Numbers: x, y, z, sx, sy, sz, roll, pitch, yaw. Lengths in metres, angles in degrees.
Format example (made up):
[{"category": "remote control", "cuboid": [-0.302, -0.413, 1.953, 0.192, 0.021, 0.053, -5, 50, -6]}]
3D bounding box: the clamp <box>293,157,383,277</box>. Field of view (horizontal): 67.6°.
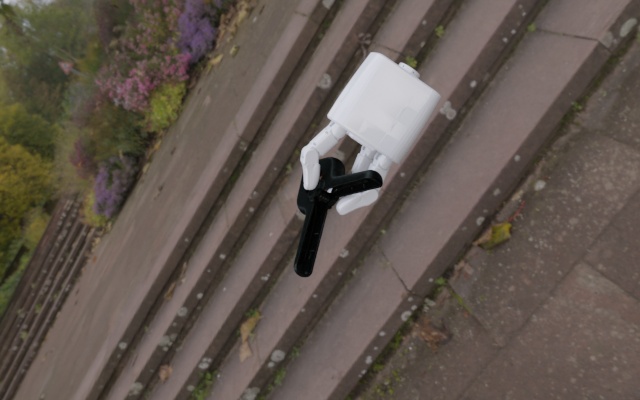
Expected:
[{"category": "clamp", "cuboid": [-0.001, 0.001, 0.664, 0.036, 0.164, 0.210, 32, 9, -23]}]
